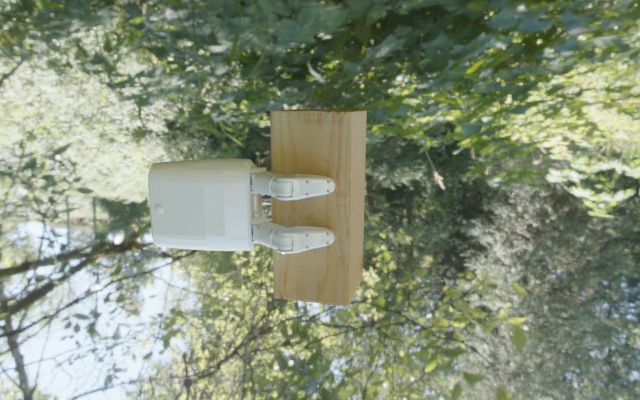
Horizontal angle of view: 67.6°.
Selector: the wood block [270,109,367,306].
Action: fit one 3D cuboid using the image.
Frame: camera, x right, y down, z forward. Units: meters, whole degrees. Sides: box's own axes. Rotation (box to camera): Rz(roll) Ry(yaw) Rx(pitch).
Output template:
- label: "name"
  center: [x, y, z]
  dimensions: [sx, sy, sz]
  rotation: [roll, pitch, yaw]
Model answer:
- label: "wood block"
  center: [0.000, 0.002, 0.542]
  dimensions: [0.090, 0.206, 0.091]
  rotation: [3, 13, 14]
